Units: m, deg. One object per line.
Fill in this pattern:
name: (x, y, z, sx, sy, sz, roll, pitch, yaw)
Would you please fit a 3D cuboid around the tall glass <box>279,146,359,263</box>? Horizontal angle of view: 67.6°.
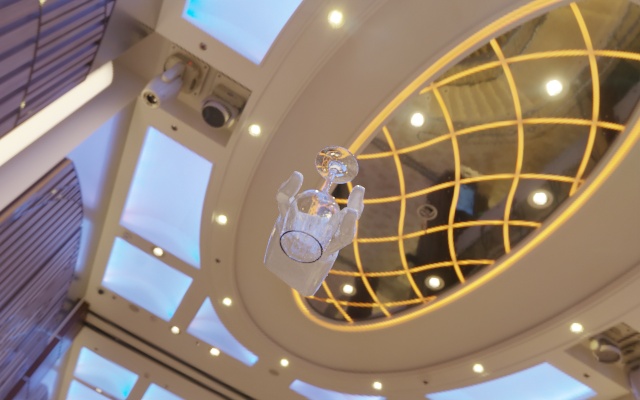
tall glass: (0.000, 0.002, 0.721, 0.079, 0.079, 0.201, 0, 38, 20)
